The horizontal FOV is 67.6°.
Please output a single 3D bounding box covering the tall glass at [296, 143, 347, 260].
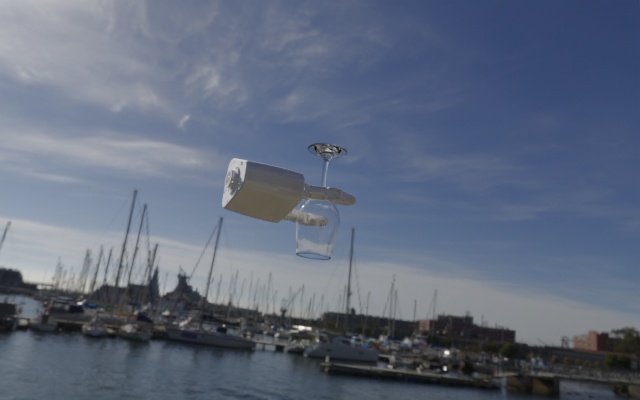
[{"bbox_3d":[0.000,0.002,0.860,0.079,0.201,0.079,7,-14,2],"label":"tall glass"}]
